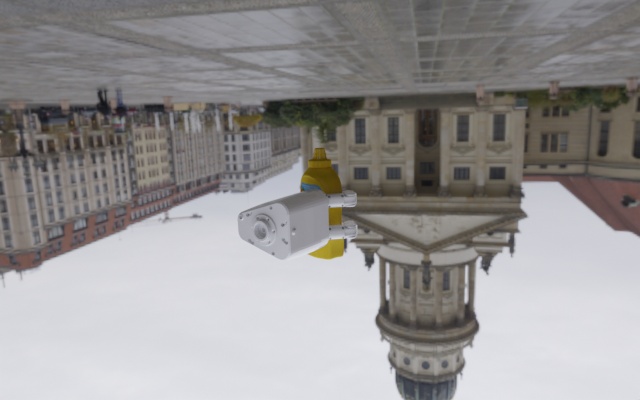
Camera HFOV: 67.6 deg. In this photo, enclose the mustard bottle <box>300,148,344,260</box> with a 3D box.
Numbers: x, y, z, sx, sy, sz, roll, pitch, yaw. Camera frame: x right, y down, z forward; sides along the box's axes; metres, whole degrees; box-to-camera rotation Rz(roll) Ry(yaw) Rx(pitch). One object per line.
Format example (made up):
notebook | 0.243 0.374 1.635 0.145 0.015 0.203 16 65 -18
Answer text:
mustard bottle | 0.000 0.003 0.849 0.058 0.192 0.096 -8 12 -32
